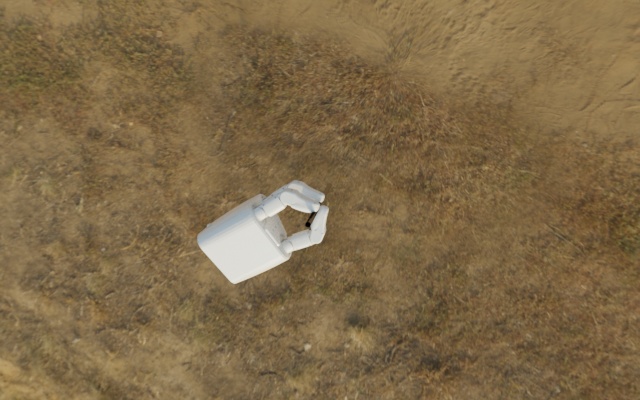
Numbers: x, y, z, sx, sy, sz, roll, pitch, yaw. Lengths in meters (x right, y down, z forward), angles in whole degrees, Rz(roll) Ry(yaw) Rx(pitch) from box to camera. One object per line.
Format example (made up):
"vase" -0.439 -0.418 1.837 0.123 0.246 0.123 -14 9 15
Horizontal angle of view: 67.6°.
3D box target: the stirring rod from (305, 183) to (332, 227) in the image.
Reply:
"stirring rod" 0.000 0.003 0.773 0.011 0.011 0.239 0 15 9
